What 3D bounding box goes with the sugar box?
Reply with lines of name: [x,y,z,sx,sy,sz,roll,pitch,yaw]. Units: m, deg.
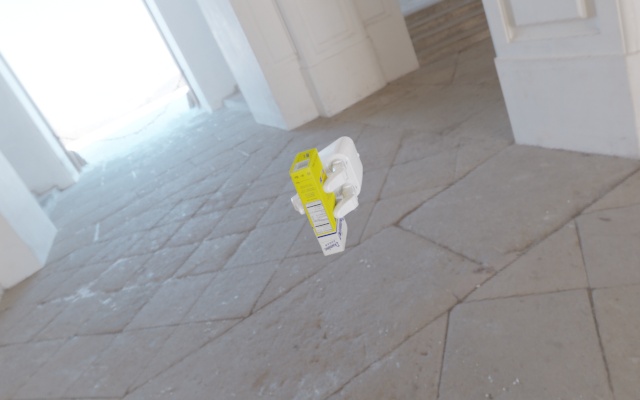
sugar box: [0.001,0.003,0.873,0.048,0.176,0.093,-18,24,17]
